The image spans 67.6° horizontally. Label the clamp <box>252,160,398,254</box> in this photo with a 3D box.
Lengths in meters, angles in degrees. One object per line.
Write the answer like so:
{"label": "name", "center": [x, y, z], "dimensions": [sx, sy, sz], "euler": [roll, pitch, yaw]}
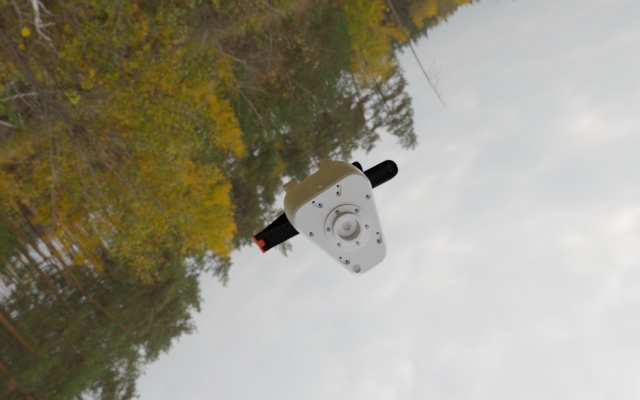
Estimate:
{"label": "clamp", "center": [0.000, 0.003, 0.673], "dimensions": [0.210, 0.036, 0.164], "euler": [-33, 9, -1]}
